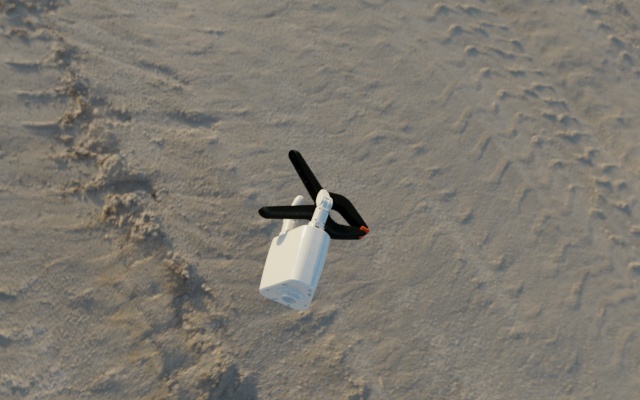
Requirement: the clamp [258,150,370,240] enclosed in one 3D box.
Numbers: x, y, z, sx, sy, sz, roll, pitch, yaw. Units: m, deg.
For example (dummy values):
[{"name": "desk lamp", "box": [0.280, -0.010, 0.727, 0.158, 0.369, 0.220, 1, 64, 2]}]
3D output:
[{"name": "clamp", "box": [0.001, 0.003, 0.890, 0.210, 0.164, 0.036, 26, -36, -15]}]
